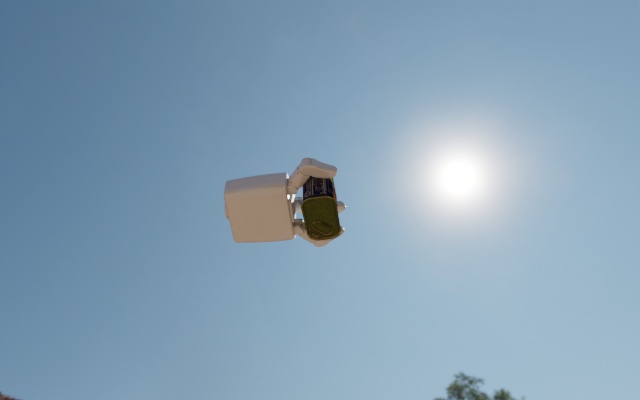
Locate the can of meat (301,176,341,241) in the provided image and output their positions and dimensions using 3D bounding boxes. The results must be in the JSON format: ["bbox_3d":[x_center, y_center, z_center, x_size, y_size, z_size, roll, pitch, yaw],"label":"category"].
[{"bbox_3d":[0.000,0.002,0.804,0.057,0.083,0.102,-7,-45,4],"label":"can of meat"}]
